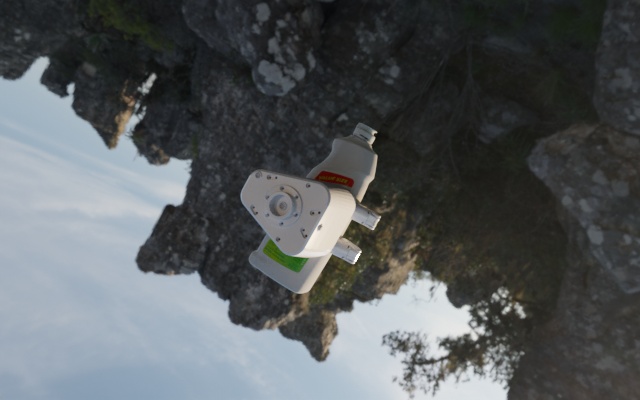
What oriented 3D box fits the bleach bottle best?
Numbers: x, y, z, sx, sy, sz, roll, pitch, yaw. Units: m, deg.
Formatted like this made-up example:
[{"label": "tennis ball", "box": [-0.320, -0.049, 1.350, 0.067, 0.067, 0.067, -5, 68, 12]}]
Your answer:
[{"label": "bleach bottle", "box": [0.000, 0.002, 0.686, 0.102, 0.251, 0.068, 30, 5, 18]}]
